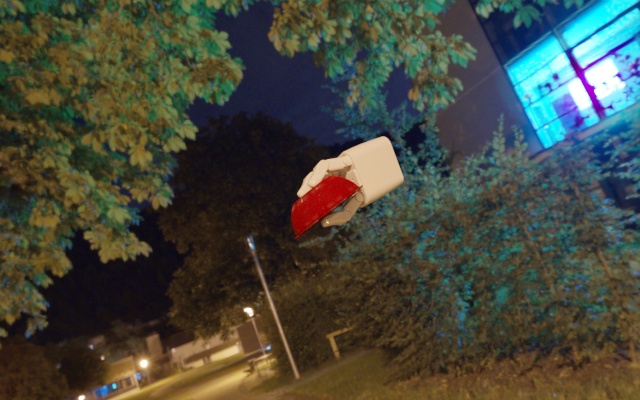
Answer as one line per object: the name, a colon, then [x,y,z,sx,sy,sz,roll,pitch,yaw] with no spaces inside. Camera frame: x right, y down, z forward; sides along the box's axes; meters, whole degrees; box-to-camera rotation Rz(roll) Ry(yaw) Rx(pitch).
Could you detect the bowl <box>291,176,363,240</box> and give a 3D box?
bowl: [-0.001,0.003,0.890,0.162,0.055,0.162,-39,-2,-2]
